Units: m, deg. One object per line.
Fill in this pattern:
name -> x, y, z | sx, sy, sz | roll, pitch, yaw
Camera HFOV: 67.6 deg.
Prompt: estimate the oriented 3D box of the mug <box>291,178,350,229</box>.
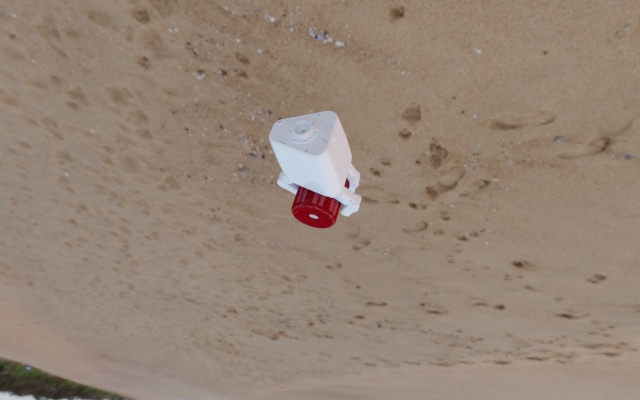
mug -> 0.000, 0.004, 0.856 | 0.093, 0.081, 0.117 | 6, -30, 20
